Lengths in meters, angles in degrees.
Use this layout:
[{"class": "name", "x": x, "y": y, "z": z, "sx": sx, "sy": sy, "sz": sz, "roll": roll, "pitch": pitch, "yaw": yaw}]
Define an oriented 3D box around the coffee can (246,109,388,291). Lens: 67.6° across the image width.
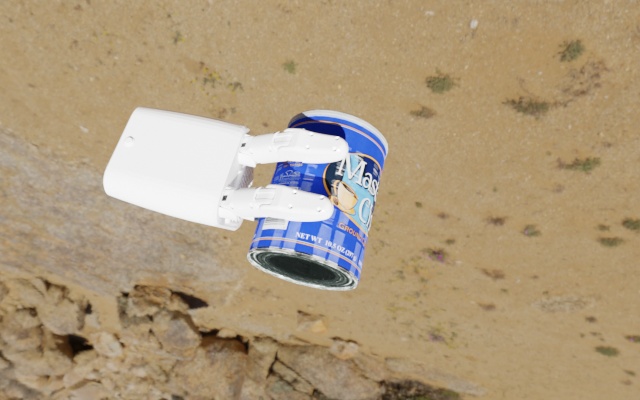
[{"class": "coffee can", "x": 0.000, "y": 0.001, "z": 0.450, "sx": 0.103, "sy": 0.140, "sz": 0.103, "roll": 13, "pitch": -22, "yaw": 5}]
